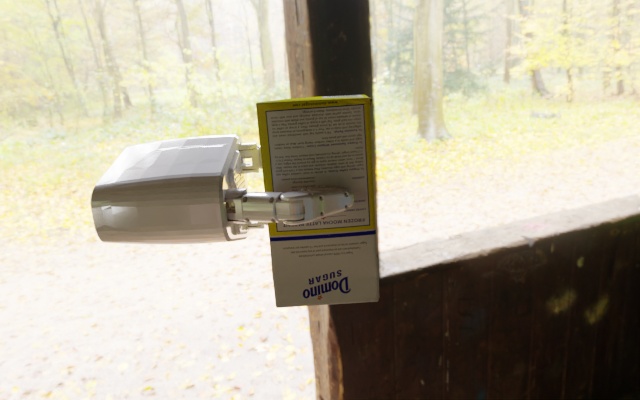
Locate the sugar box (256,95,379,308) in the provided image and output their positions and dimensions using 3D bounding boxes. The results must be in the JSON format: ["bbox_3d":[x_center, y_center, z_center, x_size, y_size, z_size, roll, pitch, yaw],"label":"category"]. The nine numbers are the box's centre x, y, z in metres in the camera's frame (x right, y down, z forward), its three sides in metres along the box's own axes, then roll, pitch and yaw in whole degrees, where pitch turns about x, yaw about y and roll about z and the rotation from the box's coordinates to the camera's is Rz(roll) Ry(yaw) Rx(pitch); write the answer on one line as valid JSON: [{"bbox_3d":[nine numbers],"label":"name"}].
[{"bbox_3d":[0.000,0.001,0.412,0.093,0.176,0.048,-3,15,0],"label":"sugar box"}]
